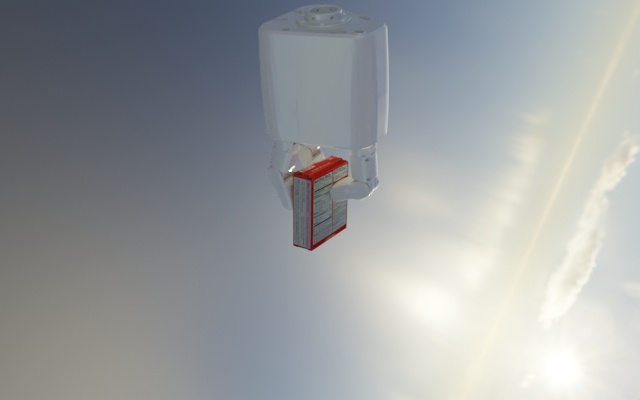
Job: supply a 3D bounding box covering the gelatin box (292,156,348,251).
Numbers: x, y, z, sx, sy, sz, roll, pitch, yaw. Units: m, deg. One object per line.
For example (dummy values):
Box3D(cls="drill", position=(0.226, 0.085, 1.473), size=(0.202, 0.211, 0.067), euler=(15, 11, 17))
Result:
Box3D(cls="gelatin box", position=(0.000, 0.002, 0.539), size=(0.030, 0.089, 0.073), euler=(15, 27, 31))
